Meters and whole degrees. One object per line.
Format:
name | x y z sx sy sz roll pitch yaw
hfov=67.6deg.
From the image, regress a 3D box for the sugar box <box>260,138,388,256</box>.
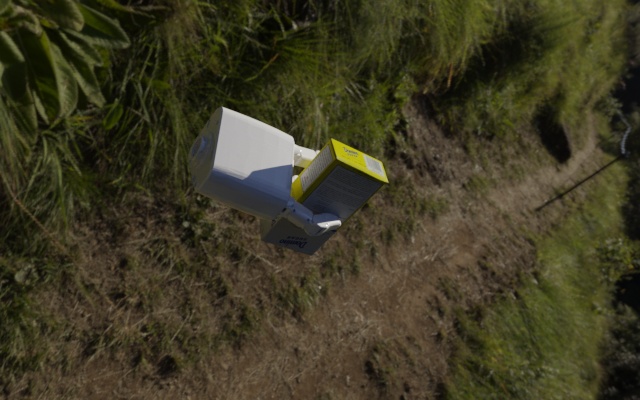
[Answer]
sugar box | 0.000 0.002 0.657 0.093 0.048 0.176 21 -50 -33
